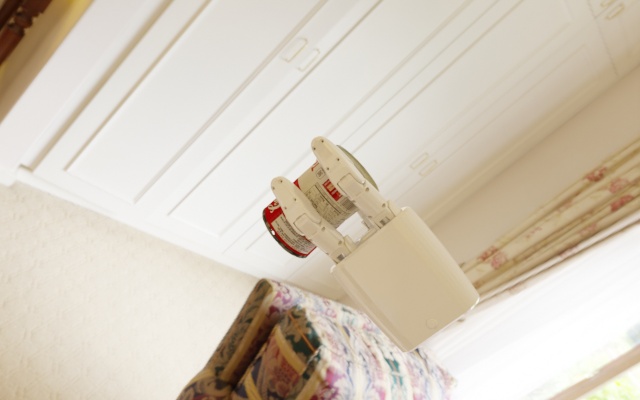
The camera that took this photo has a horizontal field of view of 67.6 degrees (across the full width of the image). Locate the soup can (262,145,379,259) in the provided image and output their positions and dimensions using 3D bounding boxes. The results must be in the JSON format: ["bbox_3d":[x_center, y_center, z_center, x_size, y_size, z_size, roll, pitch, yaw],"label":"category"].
[{"bbox_3d":[0.000,0.001,0.481,0.102,0.068,0.068,-41,-15,18],"label":"soup can"}]
